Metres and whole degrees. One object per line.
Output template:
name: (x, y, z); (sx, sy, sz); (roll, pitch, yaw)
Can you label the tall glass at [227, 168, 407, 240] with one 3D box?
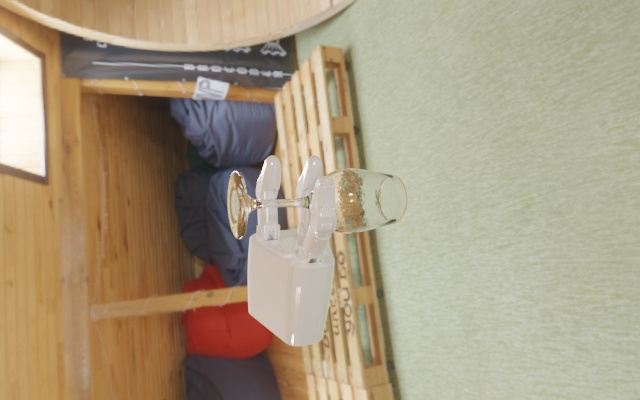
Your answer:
tall glass: (0.000, 0.002, 0.552); (0.201, 0.079, 0.079); (-2, 1, -25)
